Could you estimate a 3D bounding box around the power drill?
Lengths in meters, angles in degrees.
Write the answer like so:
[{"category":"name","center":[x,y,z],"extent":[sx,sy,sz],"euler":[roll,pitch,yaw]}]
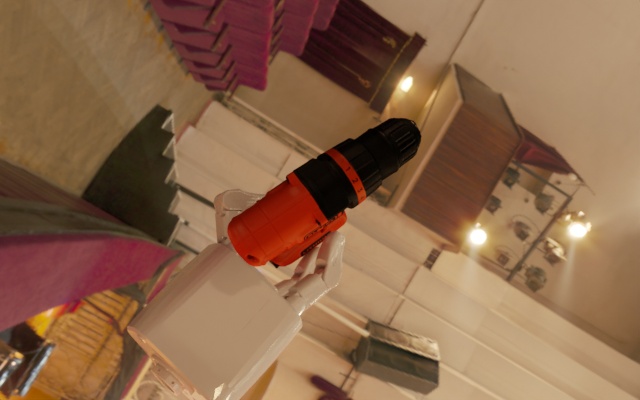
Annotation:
[{"category":"power drill","center":[0.000,0.002,0.460],"extent":[0.184,0.057,0.188],"euler":[-33,-8,-11]}]
